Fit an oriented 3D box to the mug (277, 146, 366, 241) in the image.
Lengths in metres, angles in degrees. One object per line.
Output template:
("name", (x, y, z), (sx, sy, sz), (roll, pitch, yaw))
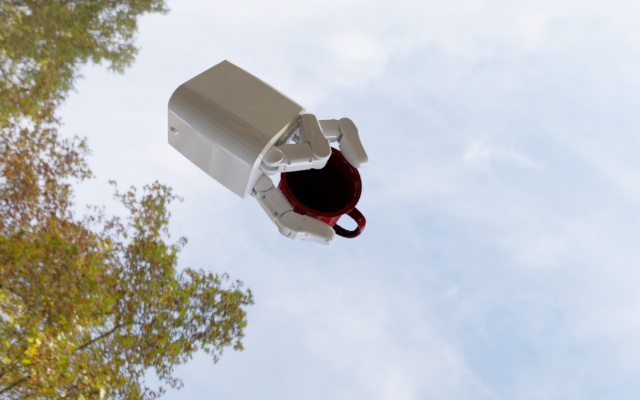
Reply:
("mug", (0.001, 0.003, 0.548), (0.117, 0.093, 0.081), (35, -33, 2))
